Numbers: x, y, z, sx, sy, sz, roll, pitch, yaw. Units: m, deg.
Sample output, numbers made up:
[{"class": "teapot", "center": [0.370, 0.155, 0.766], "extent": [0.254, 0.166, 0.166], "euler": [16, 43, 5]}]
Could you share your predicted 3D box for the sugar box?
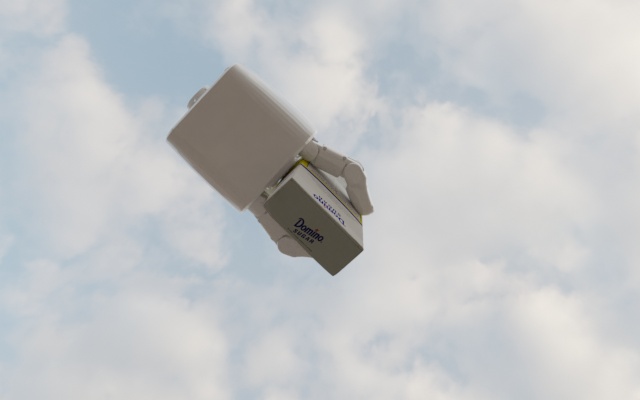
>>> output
[{"class": "sugar box", "center": [0.000, 0.002, 0.497], "extent": [0.048, 0.093, 0.176], "euler": [-43, 8, 16]}]
